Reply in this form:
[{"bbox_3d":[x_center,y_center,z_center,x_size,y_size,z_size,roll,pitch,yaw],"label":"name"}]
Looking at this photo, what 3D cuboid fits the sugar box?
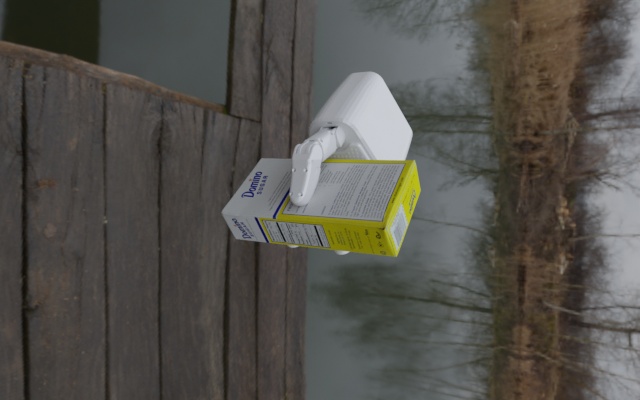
[{"bbox_3d":[0.000,0.002,0.473,0.176,0.048,0.093,2,43,29],"label":"sugar box"}]
